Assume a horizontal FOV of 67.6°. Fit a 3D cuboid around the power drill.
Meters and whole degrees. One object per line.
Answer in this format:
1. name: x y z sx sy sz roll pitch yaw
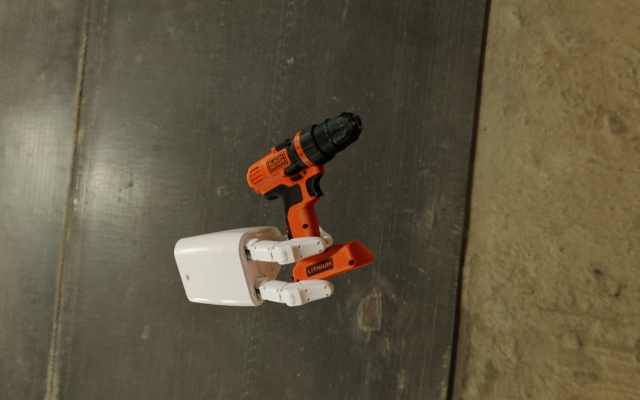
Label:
1. power drill: 0.000 0.003 0.605 0.184 0.187 0.057 -27 -14 35
